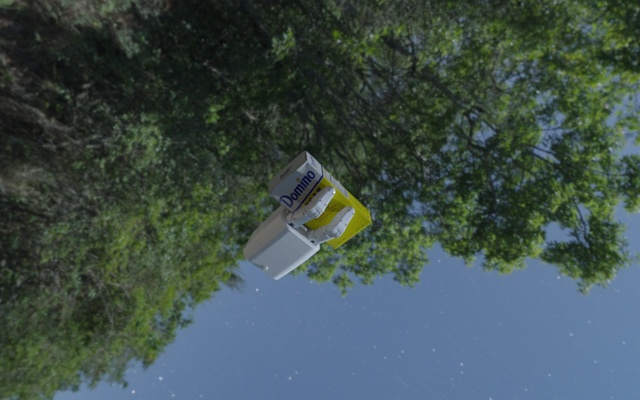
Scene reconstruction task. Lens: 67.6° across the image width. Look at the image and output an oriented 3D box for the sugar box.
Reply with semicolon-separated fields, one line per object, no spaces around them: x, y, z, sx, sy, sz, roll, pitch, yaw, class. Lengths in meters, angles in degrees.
0.000;0.003;0.850;0.176;0.093;0.048;40;21;-28;sugar box
